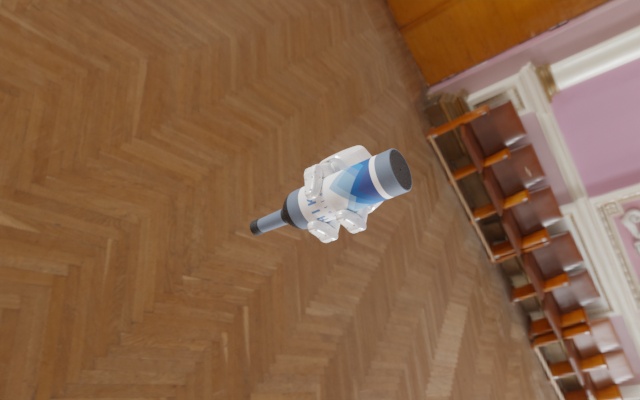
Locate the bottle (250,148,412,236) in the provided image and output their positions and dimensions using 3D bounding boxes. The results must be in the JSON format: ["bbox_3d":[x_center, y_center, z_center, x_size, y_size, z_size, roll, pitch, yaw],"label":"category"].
[{"bbox_3d":[0.000,0.002,0.764,0.296,0.069,0.069,-22,-12,32],"label":"bottle"}]
